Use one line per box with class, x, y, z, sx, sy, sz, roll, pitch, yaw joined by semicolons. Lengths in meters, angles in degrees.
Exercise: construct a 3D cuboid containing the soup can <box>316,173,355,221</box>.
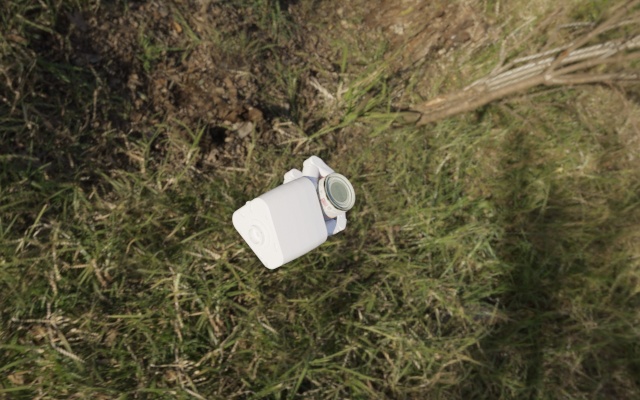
soup can;0.001;0.002;0.804;0.068;0.068;0.102;0;-21;-43
